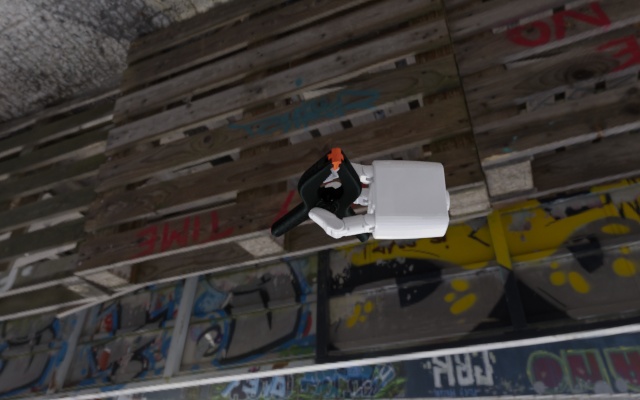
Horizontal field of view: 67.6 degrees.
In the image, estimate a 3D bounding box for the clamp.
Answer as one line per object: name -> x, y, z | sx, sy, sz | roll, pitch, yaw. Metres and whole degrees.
clamp -> 0.000, 0.003, 0.729 | 0.164, 0.036, 0.210 | -1, -38, -1
